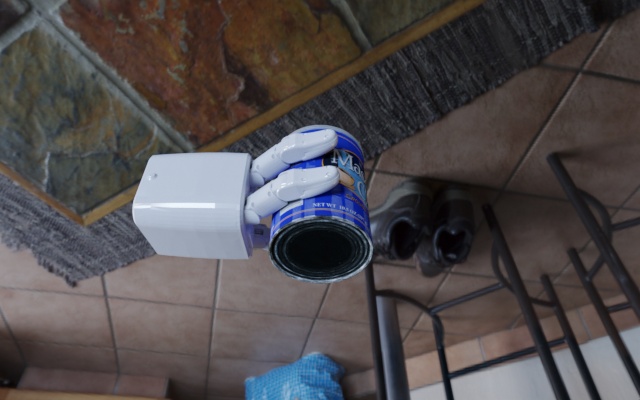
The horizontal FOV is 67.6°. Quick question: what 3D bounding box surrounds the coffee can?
[{"bbox_3d":[0.000,0.002,0.512,0.103,0.140,0.103,0,-45,0],"label":"coffee can"}]
